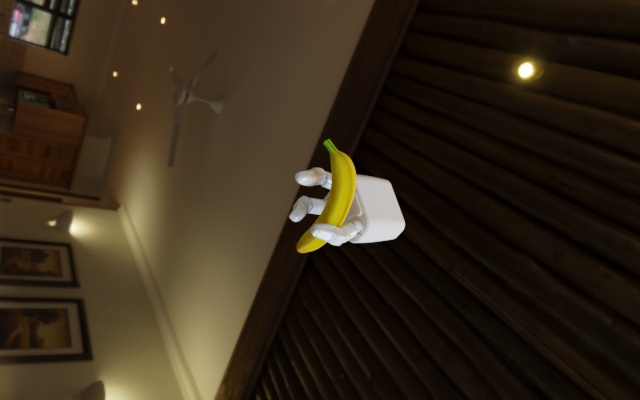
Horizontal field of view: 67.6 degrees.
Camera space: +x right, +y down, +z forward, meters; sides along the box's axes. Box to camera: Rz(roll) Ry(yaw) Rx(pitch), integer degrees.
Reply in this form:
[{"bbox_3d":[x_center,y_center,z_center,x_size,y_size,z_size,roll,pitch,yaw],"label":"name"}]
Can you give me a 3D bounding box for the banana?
[{"bbox_3d":[0.015,0.007,0.753,0.069,0.198,0.037,30,23,33],"label":"banana"}]
